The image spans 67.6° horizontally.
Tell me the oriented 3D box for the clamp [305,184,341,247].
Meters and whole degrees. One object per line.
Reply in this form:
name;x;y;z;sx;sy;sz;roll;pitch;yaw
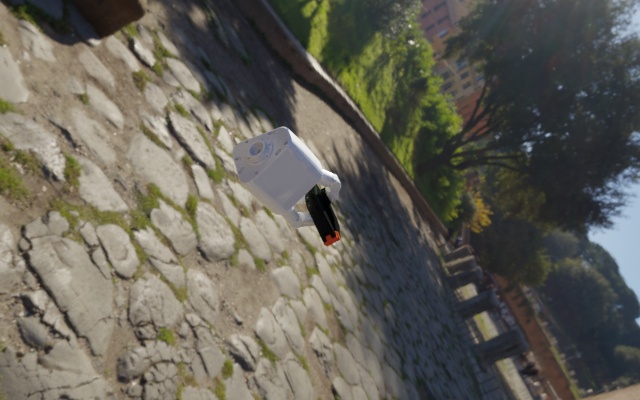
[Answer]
clamp;0.001;0.003;0.887;0.036;0.209;0.165;-29;-37;11
